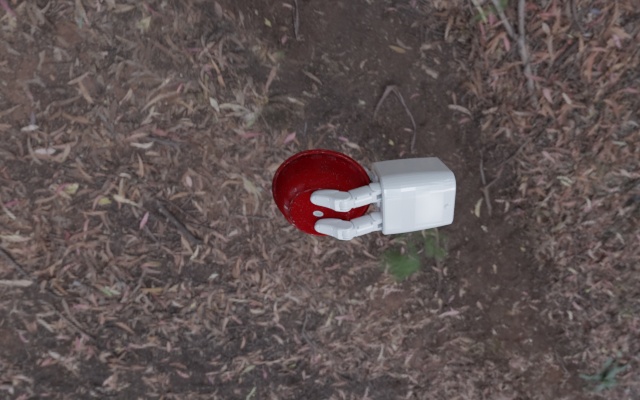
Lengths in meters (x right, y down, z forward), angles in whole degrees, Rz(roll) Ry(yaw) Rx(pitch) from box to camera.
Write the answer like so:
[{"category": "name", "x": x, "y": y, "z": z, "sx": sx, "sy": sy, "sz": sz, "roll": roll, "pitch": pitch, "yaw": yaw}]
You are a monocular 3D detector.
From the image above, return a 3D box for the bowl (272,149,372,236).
[{"category": "bowl", "x": -0.001, "y": 0.003, "z": 0.740, "sx": 0.162, "sy": 0.162, "sz": 0.055, "roll": 0, "pitch": 38, "yaw": 6}]
